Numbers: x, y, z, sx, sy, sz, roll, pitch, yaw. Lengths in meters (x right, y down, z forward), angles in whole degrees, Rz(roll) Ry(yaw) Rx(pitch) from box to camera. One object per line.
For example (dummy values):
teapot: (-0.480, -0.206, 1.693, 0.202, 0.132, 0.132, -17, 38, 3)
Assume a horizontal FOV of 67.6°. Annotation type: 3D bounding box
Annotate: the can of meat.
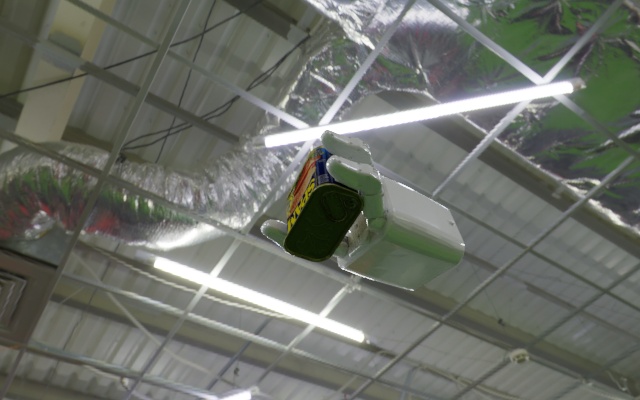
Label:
can of meat: (0.000, 0.002, 0.528, 0.057, 0.102, 0.084, 20, 33, -18)
